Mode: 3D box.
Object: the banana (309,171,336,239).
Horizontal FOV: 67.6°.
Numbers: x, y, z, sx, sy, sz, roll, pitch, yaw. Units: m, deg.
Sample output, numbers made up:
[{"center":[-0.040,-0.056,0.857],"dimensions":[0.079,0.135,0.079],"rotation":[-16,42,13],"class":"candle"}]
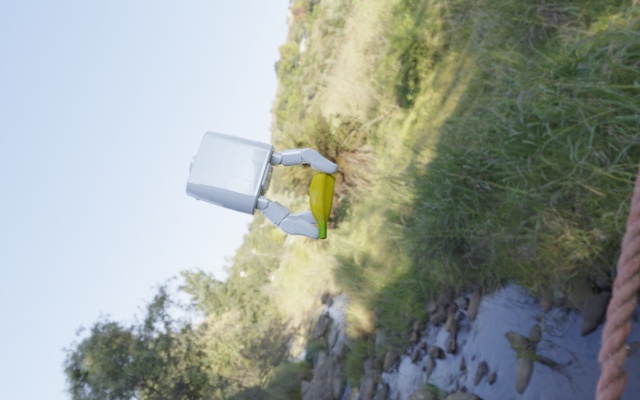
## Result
[{"center":[0.003,-0.013,0.749],"dimensions":[0.037,0.070,0.197],"rotation":[9,23,1],"class":"banana"}]
